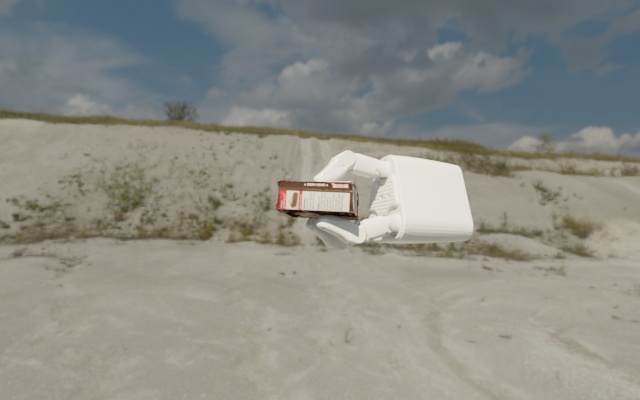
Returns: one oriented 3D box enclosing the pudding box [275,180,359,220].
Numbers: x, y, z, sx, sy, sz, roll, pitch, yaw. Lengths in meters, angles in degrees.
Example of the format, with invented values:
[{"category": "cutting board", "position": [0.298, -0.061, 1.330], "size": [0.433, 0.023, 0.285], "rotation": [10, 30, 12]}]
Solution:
[{"category": "pudding box", "position": [0.000, 0.002, 0.583], "size": [0.090, 0.039, 0.113], "rotation": [1, -8, 7]}]
